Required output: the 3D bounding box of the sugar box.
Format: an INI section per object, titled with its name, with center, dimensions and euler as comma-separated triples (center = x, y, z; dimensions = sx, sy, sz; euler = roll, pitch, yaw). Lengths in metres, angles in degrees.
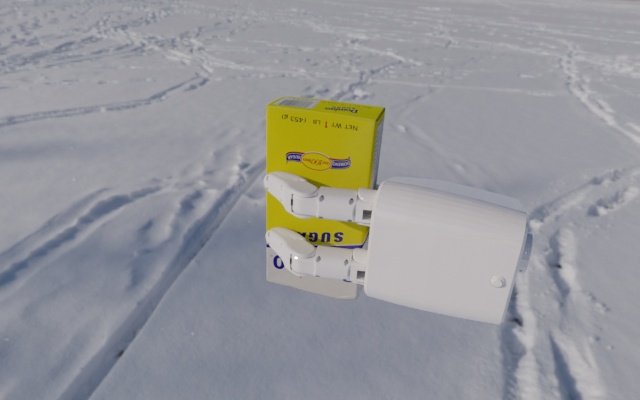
[sugar box]
center = 0.000, 0.002, 0.424
dimensions = 0.093, 0.176, 0.048
euler = 10, 26, 14
